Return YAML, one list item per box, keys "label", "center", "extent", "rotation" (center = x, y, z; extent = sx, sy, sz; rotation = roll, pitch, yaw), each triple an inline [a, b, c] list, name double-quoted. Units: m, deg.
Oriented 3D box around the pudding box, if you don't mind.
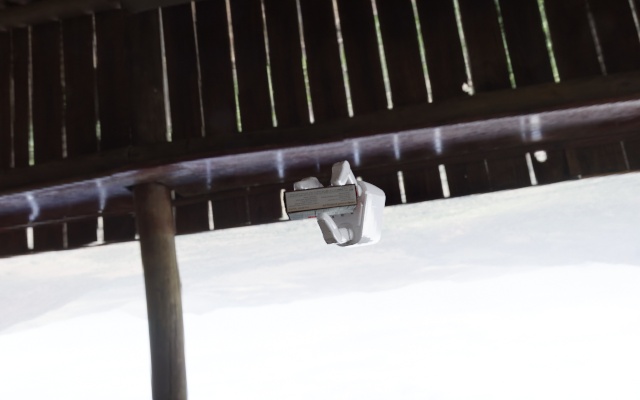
- label: "pudding box"
  center: [0.000, 0.003, 0.753]
  extent: [0.113, 0.039, 0.090]
  rotation: [-8, -9, -2]
